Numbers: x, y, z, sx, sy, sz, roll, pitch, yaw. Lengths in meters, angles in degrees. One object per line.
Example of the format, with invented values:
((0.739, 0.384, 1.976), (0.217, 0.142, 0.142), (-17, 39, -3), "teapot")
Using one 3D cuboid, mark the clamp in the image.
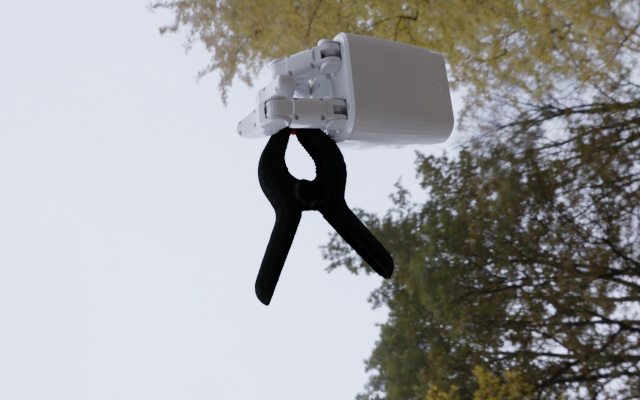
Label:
((0.000, 0.001, 0.416), (0.120, 0.171, 0.039), (1, -13, -20), "clamp")
